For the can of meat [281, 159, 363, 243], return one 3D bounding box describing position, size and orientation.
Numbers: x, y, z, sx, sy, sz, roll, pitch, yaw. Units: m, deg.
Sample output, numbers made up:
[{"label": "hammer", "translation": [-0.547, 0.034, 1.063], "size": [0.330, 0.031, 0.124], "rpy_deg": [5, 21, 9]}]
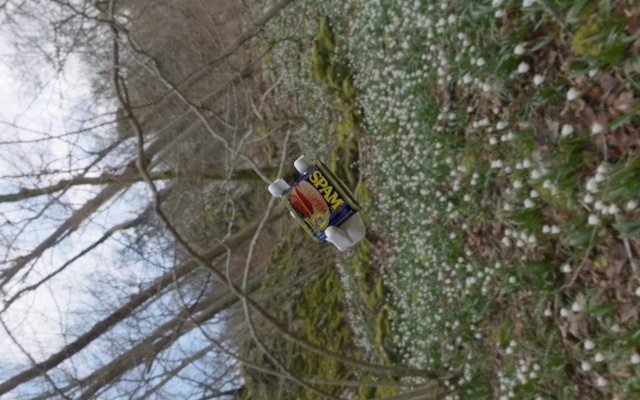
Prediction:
[{"label": "can of meat", "translation": [0.000, 0.003, 0.742], "size": [0.084, 0.102, 0.057], "rpy_deg": [-41, -19, 8]}]
